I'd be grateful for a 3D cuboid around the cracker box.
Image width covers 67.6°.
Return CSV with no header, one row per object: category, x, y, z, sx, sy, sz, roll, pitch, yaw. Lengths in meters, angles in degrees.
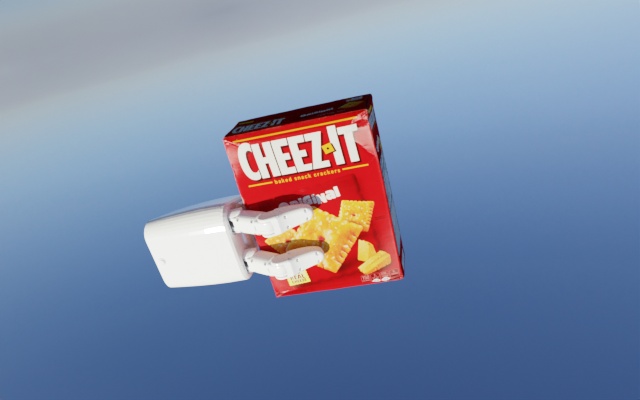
cracker box,0.000,0.002,0.560,0.164,0.214,0.072,-10,24,13
